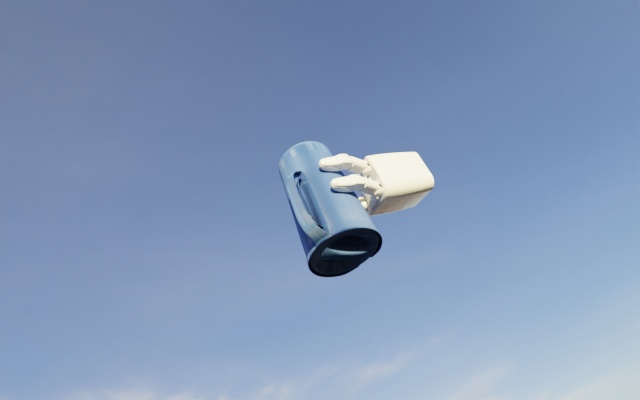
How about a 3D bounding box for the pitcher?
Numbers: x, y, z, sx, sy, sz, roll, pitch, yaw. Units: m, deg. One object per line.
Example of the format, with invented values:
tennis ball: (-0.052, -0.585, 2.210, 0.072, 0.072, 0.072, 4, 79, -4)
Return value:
pitcher: (0.000, 0.003, 0.859, 0.145, 0.242, 0.149, -11, -40, -17)
